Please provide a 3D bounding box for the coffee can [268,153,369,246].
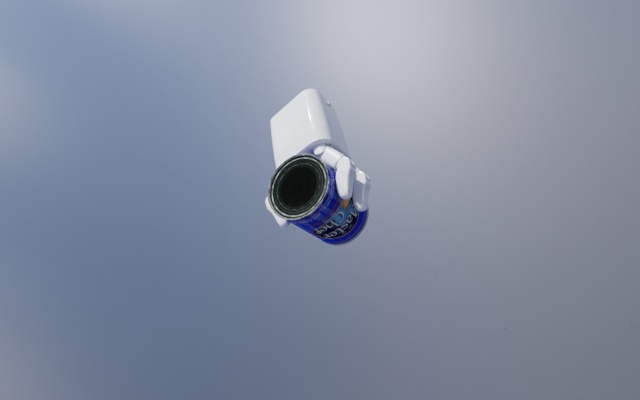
[{"bbox_3d":[0.000,0.003,0.735,0.103,0.102,0.140,0,-19,30],"label":"coffee can"}]
